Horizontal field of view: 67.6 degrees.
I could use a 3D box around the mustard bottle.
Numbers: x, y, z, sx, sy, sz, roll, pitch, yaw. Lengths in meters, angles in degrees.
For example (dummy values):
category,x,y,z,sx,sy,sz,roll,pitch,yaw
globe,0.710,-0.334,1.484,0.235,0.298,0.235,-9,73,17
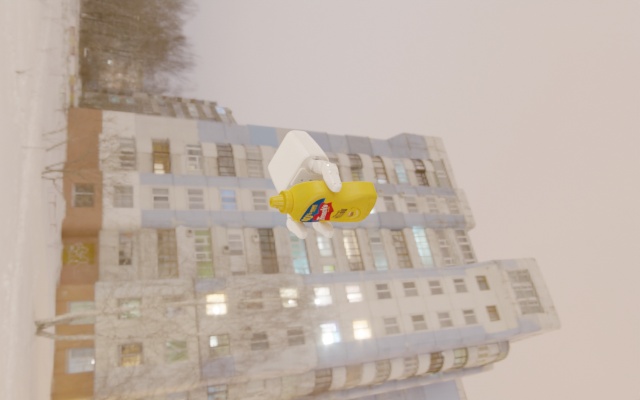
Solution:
category,x,y,z,sx,sy,sz,roll,pitch,yaw
mustard bottle,0.000,0.003,0.856,0.191,0.058,0.096,1,-32,-27
